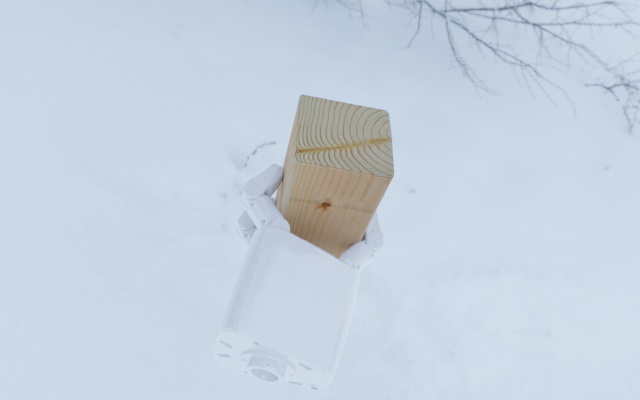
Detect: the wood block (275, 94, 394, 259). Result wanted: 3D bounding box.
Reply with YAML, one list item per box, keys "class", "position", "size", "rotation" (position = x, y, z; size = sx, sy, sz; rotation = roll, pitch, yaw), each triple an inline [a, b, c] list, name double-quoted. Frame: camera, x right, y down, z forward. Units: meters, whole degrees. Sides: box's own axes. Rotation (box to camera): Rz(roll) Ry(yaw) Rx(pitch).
- class: "wood block"
  position: [0.000, 0.002, 0.510]
  size: [0.091, 0.090, 0.206]
  rotation: [9, -39, -9]
